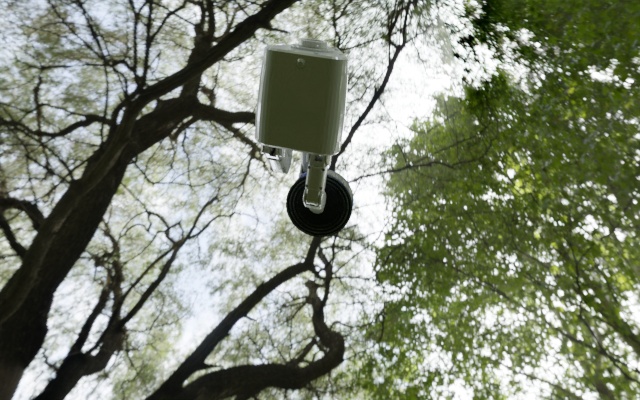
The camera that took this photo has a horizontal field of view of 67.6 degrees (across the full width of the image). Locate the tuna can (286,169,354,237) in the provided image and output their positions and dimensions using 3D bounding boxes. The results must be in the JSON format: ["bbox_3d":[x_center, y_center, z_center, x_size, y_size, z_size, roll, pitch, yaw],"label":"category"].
[{"bbox_3d":[0.000,0.002,0.621,0.086,0.086,0.033,0,19,9],"label":"tuna can"}]
